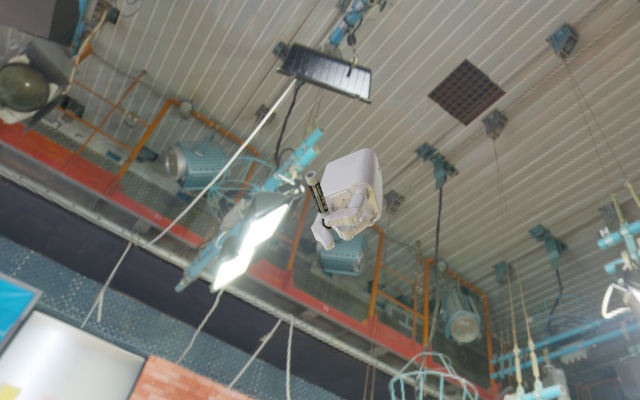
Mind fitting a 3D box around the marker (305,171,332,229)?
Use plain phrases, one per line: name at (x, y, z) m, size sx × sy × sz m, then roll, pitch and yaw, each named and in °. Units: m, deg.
marker at (0.000, 0.003, 0.787) m, size 0.020 × 0.121 × 0.020 m, roll -11°, pitch 41°, yaw 10°
